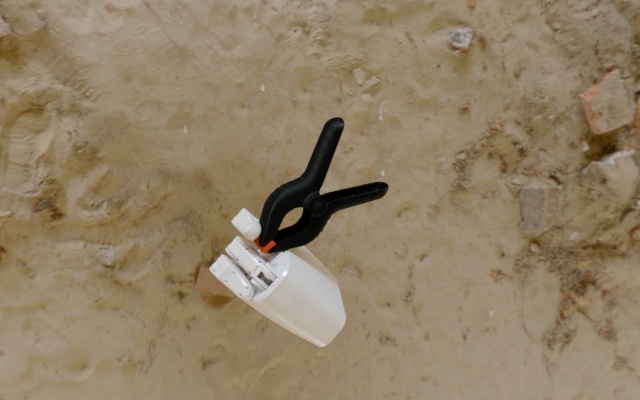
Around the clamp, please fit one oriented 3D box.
[{"bbox_3d":[0.000,0.002,0.553,0.120,0.171,0.039,41,3,-26],"label":"clamp"}]
